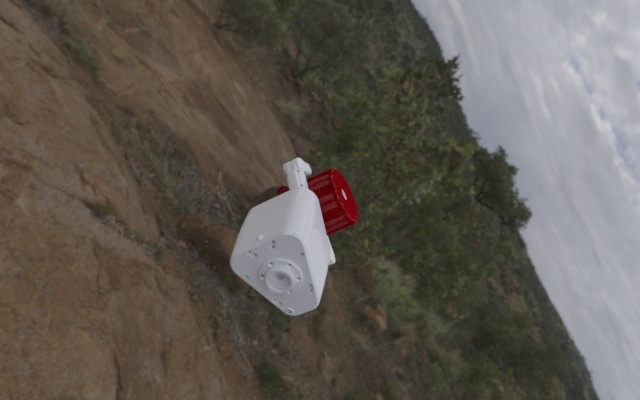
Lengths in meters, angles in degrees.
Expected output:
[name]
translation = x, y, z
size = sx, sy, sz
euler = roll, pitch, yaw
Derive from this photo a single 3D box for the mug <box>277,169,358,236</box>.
[mug]
translation = 0.000, 0.001, 0.662
size = 0.081, 0.093, 0.117
euler = -23, 23, 17
